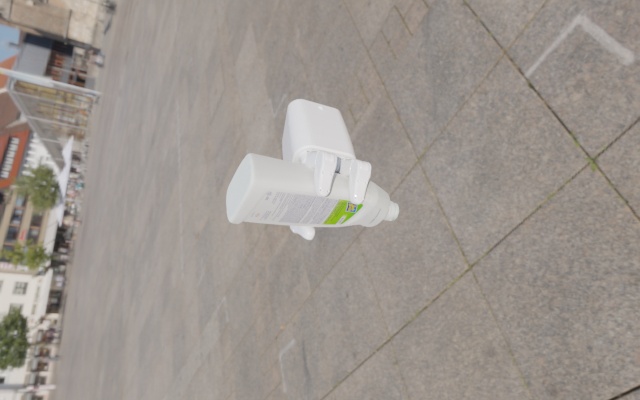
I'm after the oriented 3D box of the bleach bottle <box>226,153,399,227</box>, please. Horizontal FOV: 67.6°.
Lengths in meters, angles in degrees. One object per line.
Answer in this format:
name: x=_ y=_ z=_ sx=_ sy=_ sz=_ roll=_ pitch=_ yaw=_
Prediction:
bleach bottle: x=0.000 y=0.002 z=0.690 sx=0.251 sy=0.068 sz=0.103 roll=11 pitch=-42 yaw=-27
